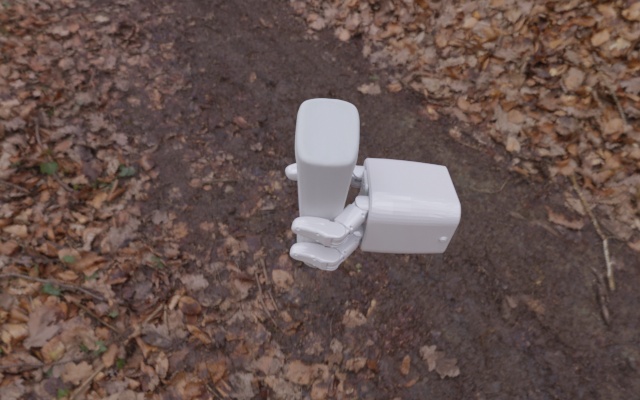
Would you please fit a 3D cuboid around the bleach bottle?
[{"bbox_3d":[0.000,0.002,0.594,0.068,0.102,0.251,4,-37,-1],"label":"bleach bottle"}]
